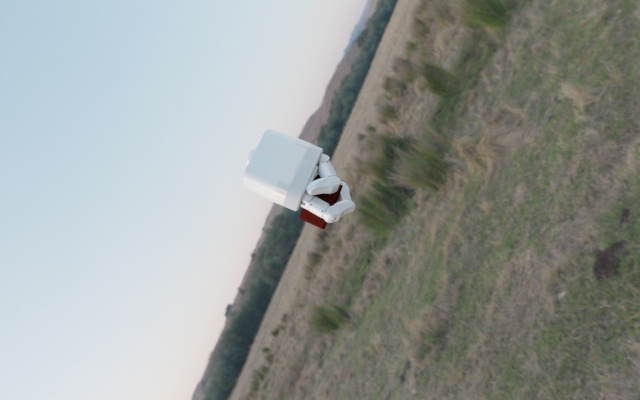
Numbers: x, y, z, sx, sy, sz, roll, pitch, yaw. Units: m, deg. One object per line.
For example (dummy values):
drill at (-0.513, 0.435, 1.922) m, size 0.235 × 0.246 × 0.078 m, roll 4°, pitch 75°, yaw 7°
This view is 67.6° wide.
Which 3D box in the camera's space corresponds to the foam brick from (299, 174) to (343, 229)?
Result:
foam brick at (0.000, 0.003, 0.853) m, size 0.051 × 0.053 × 0.078 m, roll 23°, pitch -39°, yaw 0°
